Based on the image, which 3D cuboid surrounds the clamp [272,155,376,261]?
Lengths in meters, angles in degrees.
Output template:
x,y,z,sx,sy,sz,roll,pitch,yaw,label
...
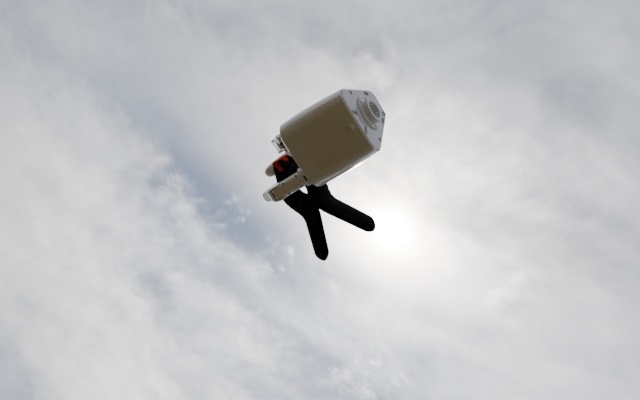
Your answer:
x,y,z,sx,sy,sz,roll,pitch,yaw,label
0.000,0.002,0.696,0.120,0.171,0.039,-27,13,32,clamp
